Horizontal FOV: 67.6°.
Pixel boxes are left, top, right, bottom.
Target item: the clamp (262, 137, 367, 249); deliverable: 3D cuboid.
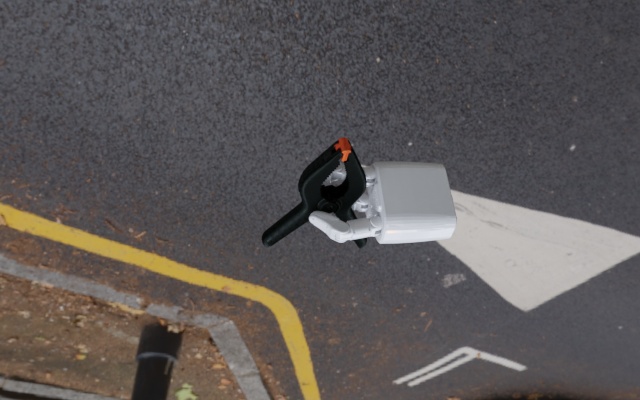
[{"bbox_3d":[0.001,0.002,0.672,0.164,0.036,0.210,-3,-43,-11],"label":"clamp"}]
